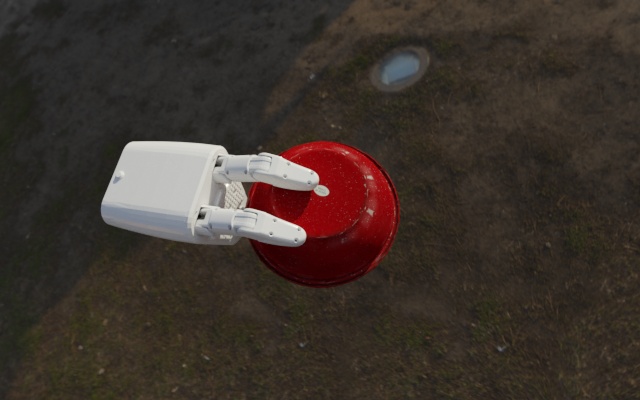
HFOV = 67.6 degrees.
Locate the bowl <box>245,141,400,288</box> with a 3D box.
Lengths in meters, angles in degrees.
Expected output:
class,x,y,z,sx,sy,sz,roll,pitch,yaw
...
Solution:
class,x,y,z,sx,sy,sz,roll,pitch,yaw
bowl,0.001,0.001,0.473,0.162,0.162,0.055,0,-21,3
